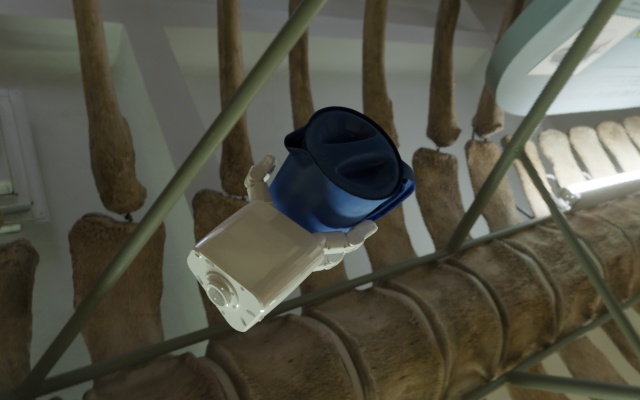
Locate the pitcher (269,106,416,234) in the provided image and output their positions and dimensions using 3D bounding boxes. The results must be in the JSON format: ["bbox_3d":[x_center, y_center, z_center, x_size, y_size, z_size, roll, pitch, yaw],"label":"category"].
[{"bbox_3d":[0.000,0.002,0.643,0.145,0.149,0.243,-39,-6,-42],"label":"pitcher"}]
